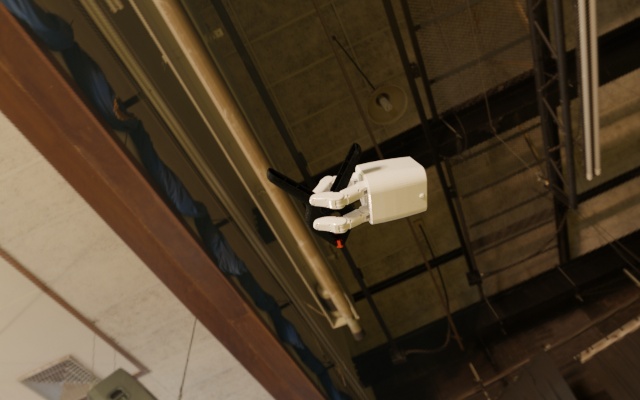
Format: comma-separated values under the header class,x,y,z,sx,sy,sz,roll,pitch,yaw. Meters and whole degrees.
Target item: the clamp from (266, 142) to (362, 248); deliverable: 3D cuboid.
class,x,y,z,sx,sy,sz,roll,pitch,yaw
clamp,0.000,0.003,0.853,0.164,0.210,0.036,-10,36,-1
